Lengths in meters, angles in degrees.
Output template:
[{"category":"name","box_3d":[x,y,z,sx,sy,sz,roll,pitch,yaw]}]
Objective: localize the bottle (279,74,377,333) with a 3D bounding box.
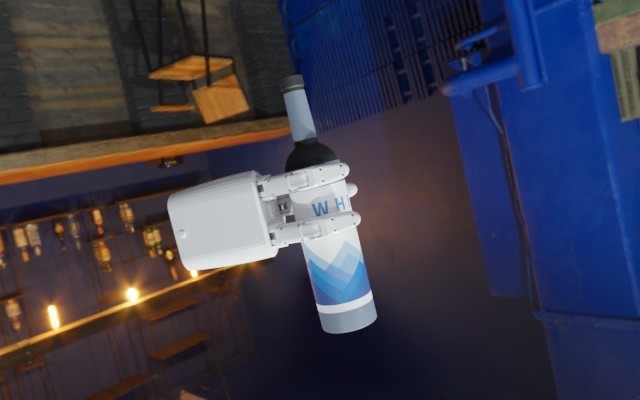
[{"category":"bottle","box_3d":[0.000,0.002,0.557,0.069,0.296,0.069,-14,4,1]}]
